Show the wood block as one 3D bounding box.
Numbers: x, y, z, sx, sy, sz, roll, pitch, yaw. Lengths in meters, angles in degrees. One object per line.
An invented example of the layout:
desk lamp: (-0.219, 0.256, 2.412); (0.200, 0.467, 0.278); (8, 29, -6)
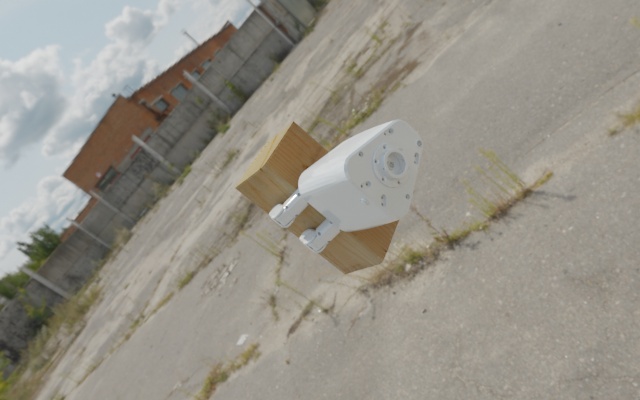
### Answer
wood block: (0.000, 0.002, 0.666); (0.206, 0.090, 0.090); (40, -36, -17)
